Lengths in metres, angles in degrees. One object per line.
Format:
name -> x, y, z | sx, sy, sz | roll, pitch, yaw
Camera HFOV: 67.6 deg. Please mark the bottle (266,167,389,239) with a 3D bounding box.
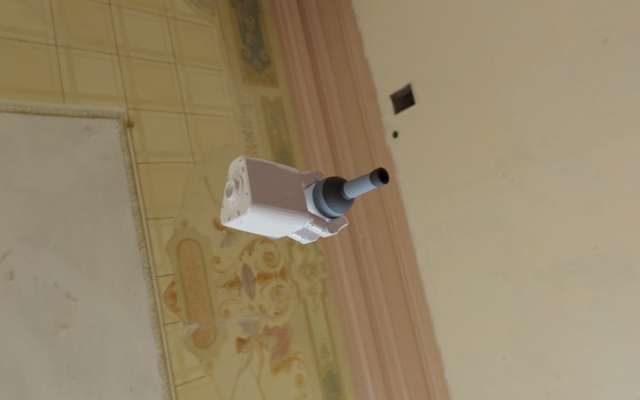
bottle -> 0.000, 0.003, 0.818 | 0.069, 0.069, 0.296 | 0, -16, -41
